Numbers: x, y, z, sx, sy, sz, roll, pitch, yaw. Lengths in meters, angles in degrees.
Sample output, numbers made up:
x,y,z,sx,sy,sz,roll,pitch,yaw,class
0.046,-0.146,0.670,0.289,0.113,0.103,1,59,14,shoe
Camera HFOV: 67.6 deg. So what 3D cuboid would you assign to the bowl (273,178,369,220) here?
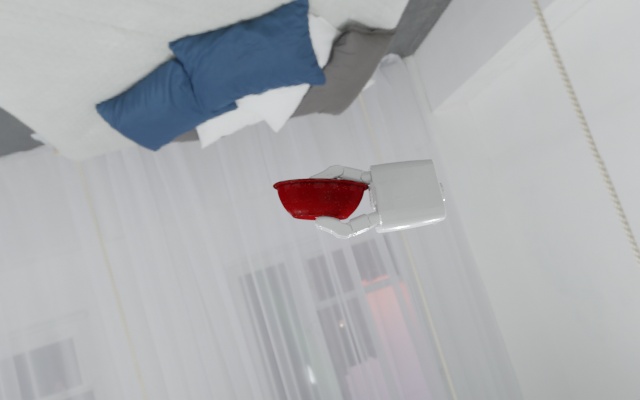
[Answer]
x,y,z,sx,sy,sz,roll,pitch,yaw,class
-0.001,0.003,0.798,0.162,0.055,0.162,1,-7,0,bowl
